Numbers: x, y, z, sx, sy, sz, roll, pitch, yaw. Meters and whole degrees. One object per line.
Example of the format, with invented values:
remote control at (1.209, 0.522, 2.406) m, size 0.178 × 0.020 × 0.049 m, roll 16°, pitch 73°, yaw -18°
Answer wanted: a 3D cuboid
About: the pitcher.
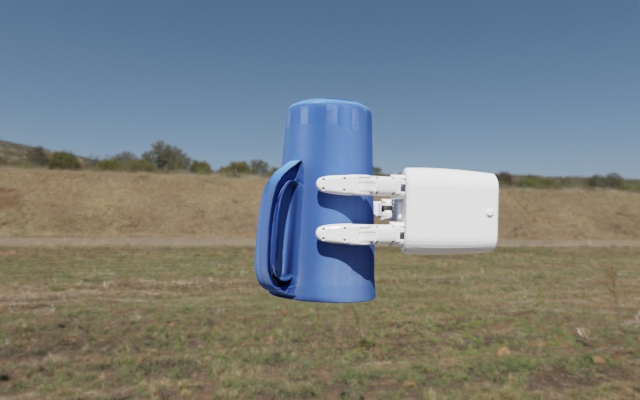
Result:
pitcher at (0.000, 0.002, 0.590) m, size 0.145 × 0.243 × 0.149 m, roll 2°, pitch -2°, yaw -2°
